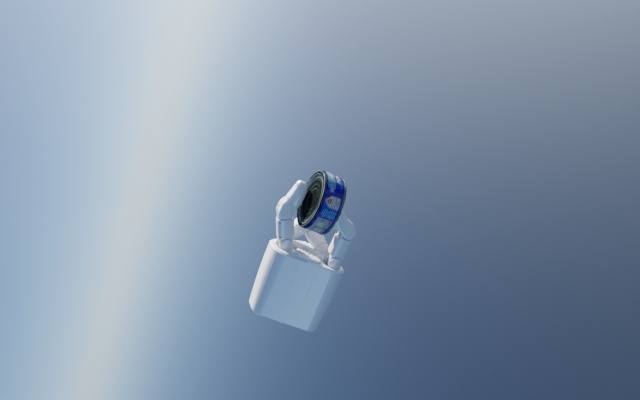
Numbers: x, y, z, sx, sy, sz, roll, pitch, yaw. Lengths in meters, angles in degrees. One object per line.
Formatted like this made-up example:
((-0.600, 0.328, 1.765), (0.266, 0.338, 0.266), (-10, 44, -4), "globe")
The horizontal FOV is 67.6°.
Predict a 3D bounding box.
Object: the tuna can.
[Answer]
((0.000, 0.002, 0.664), (0.034, 0.086, 0.086), (21, -8, -21), "tuna can")
